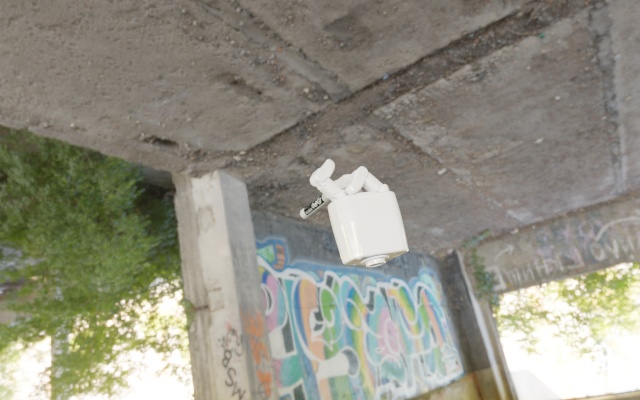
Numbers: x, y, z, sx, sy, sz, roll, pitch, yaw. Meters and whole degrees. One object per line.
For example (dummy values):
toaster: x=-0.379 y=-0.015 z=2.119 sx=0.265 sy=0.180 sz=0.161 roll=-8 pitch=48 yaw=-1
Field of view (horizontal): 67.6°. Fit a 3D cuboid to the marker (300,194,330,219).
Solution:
marker: x=0.000 y=0.003 z=0.859 sx=0.020 sy=0.020 sz=0.121 roll=0 pitch=-23 yaw=-34
